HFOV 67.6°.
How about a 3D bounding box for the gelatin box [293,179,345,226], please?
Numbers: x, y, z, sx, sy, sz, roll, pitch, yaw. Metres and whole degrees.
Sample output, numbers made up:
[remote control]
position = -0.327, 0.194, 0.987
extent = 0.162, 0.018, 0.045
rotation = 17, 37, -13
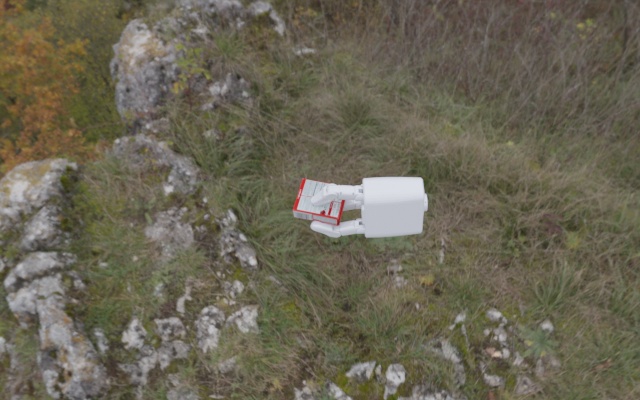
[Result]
[gelatin box]
position = 0.000, 0.003, 0.890
extent = 0.089, 0.073, 0.030
rotation = 11, -31, 8
